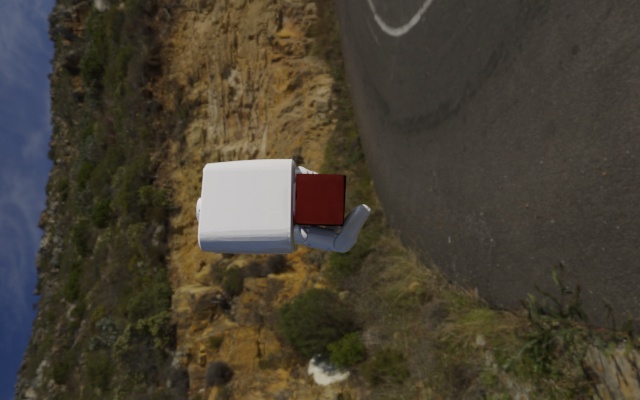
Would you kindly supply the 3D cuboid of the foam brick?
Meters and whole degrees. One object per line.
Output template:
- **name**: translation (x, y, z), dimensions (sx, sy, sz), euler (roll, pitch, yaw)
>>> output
- **foam brick**: translation (0.000, 0.002, 0.515), dimensions (0.051, 0.053, 0.078), euler (3, -5, 1)
